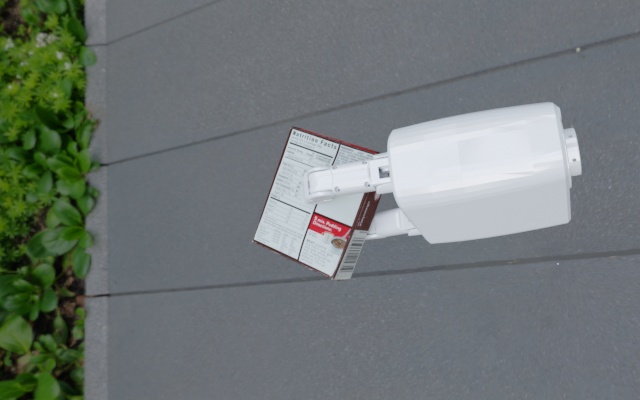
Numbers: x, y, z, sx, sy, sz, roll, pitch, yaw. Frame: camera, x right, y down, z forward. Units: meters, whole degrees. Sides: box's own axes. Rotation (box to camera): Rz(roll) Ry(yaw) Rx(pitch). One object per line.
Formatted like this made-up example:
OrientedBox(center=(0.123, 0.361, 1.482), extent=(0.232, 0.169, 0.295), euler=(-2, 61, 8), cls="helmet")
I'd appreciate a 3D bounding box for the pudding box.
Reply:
OrientedBox(center=(0.000, 0.001, 0.417), extent=(0.090, 0.113, 0.039), euler=(22, 3, 26), cls="pudding box")
